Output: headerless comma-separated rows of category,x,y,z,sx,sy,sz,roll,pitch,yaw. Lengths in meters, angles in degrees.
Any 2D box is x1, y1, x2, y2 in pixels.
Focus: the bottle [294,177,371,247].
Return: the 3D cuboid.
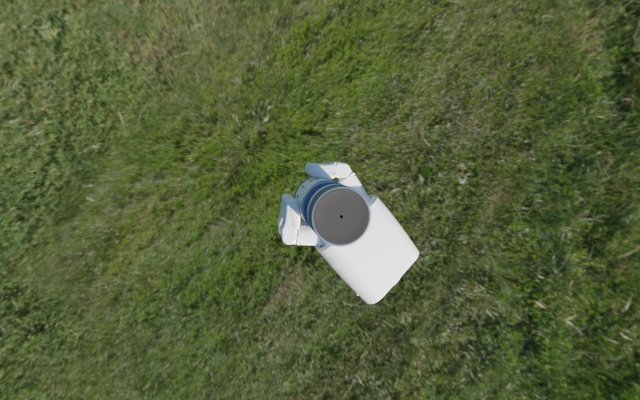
bottle,0.000,0.002,0.658,0.069,0.069,0.295,0,6,-9
